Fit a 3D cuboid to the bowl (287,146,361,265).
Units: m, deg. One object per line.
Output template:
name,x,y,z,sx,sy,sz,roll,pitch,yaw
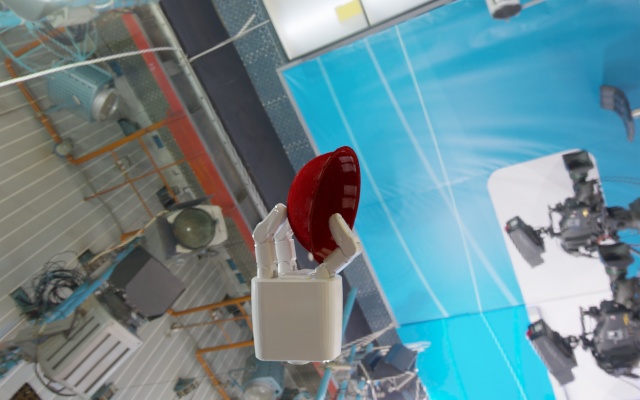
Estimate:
bowl,0.000,0.001,0.646,0.055,0.162,0.162,13,5,24
